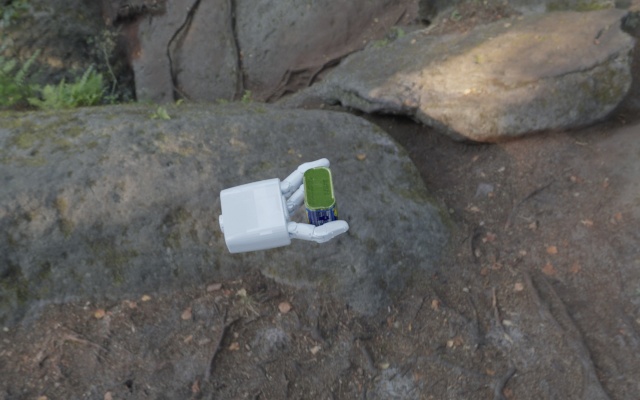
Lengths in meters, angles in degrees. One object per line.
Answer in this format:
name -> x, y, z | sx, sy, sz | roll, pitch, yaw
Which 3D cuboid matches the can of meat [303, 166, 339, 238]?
can of meat -> 0.000, 0.003, 0.839 | 0.057, 0.102, 0.084 | -8, -40, 1
